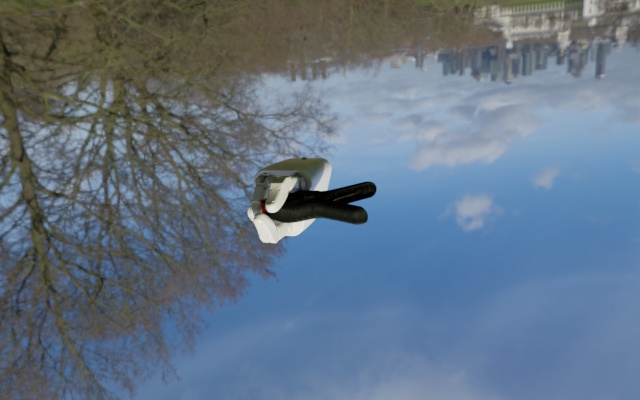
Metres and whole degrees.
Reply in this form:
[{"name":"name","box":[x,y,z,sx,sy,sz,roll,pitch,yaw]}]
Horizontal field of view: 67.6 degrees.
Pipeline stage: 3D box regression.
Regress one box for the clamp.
[{"name":"clamp","box":[0.000,0.003,0.692,0.171,0.039,0.120,2,17,22]}]
